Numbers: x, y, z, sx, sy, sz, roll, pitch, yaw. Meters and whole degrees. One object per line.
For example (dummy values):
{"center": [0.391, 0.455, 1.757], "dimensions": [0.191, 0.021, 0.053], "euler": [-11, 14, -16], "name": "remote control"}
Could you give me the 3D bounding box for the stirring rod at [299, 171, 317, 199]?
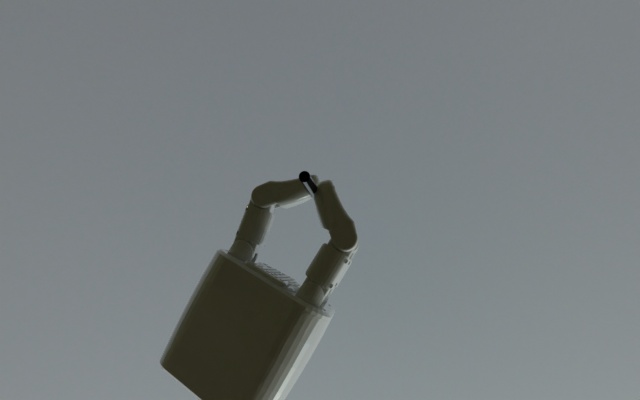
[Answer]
{"center": [0.000, 0.001, 0.447], "dimensions": [0.011, 0.011, 0.239], "euler": [0, -9, 5], "name": "stirring rod"}
